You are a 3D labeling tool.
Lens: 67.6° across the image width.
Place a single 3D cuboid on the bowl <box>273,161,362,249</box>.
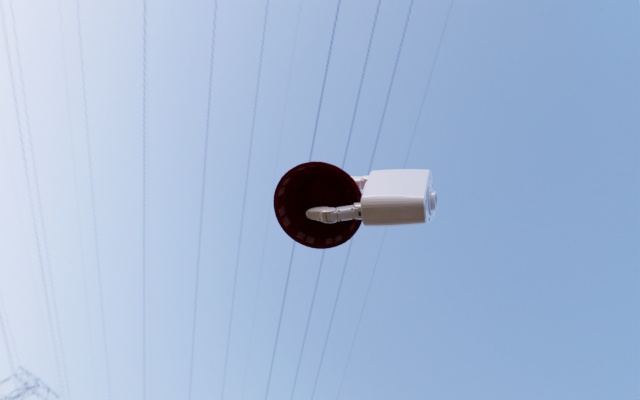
[{"bbox_3d":[-0.001,0.002,0.854,0.162,0.162,0.055,0,18,11],"label":"bowl"}]
